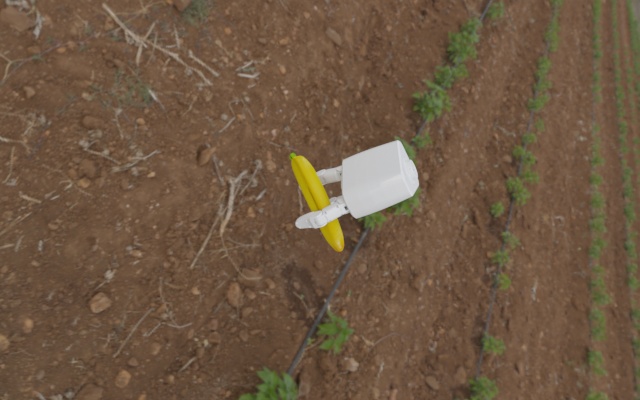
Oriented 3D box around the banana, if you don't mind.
[{"bbox_3d":[-0.003,0.000,0.833,0.037,0.198,0.069,-25,-1,5],"label":"banana"}]
